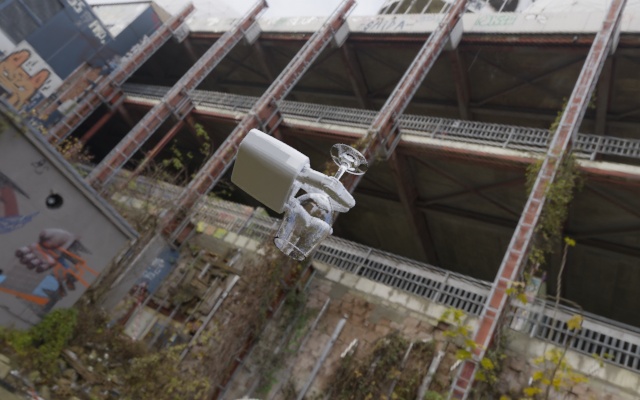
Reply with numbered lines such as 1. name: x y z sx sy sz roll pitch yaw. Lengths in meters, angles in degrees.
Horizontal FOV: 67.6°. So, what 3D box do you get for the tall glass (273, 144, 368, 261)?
1. tall glass: 0.001 0.002 0.793 0.079 0.201 0.079 26 -26 14
